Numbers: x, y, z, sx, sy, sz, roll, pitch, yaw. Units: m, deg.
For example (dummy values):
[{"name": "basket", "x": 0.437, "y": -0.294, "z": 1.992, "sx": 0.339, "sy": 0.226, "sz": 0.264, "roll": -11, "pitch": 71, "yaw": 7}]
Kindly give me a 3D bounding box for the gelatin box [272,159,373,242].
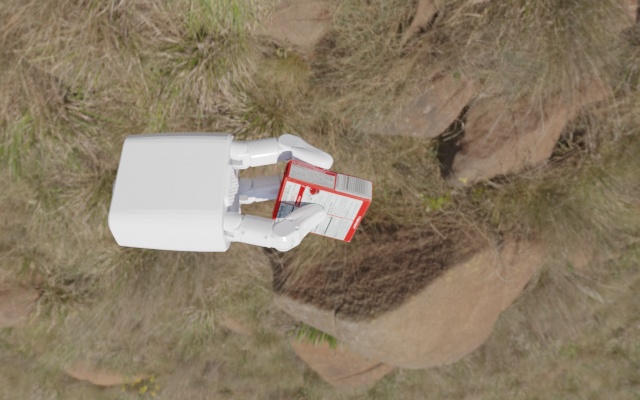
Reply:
[{"name": "gelatin box", "x": 0.000, "y": 0.002, "z": 0.487, "sx": 0.089, "sy": 0.030, "sz": 0.073, "roll": 15, "pitch": -41, "yaw": -6}]
